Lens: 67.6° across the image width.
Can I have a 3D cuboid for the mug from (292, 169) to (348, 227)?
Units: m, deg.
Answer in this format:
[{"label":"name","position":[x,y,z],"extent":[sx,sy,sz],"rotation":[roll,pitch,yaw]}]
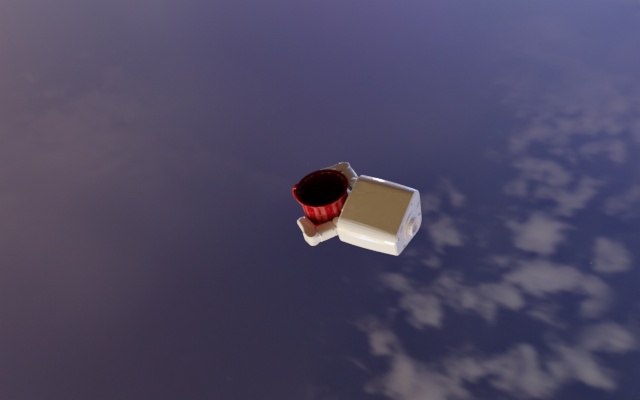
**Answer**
[{"label":"mug","position":[-0.001,0.003,0.846],"extent":[0.117,0.082,0.093],"rotation":[16,53,30]}]
